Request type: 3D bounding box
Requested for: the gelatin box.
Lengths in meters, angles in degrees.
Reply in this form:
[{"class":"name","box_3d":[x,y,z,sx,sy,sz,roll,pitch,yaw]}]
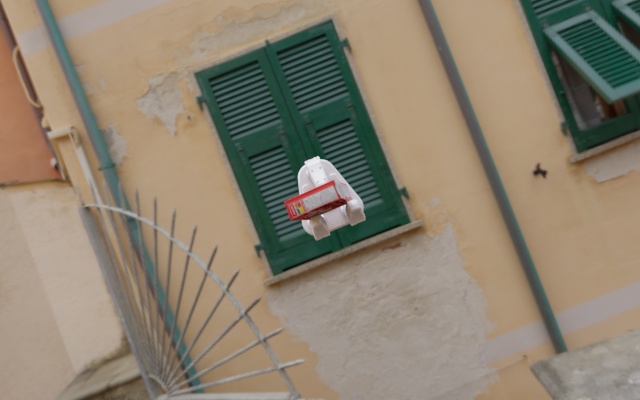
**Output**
[{"class":"gelatin box","box_3d":[0.000,0.002,0.647,0.073,0.030,0.089,-23,-8,12]}]
